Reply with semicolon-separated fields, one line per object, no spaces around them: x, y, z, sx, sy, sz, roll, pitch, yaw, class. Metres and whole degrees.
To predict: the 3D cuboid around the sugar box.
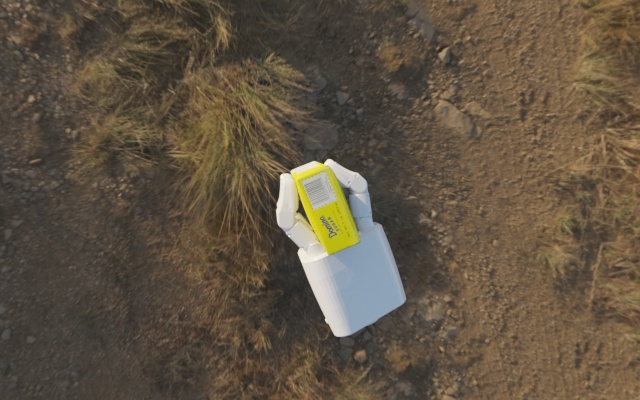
0.000;0.002;0.593;0.048;0.093;0.176;-23;7;-5;sugar box
